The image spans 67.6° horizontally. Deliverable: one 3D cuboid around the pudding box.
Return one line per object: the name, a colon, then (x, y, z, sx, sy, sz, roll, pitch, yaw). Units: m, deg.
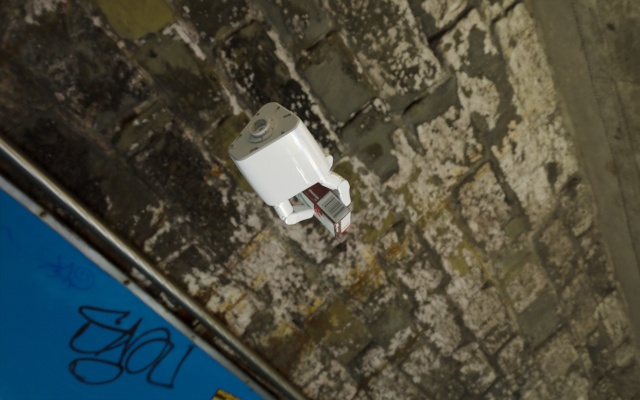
pudding box: (0.000, 0.003, 0.802, 0.039, 0.113, 0.090, -41, -15, -9)
